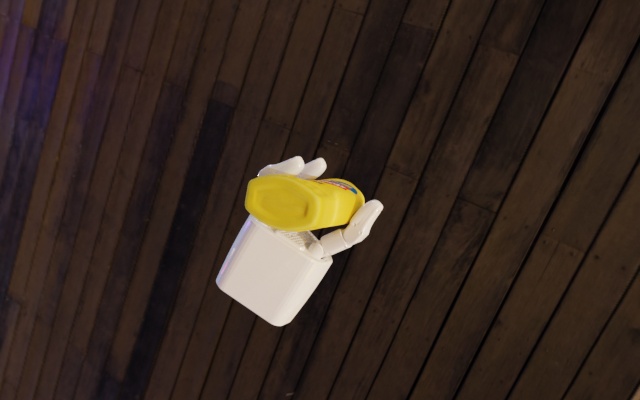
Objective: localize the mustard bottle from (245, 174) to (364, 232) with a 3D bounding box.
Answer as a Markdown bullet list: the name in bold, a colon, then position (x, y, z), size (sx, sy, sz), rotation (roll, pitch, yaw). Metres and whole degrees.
- **mustard bottle**: position (0.000, 0.002, 0.582), size (0.096, 0.058, 0.191), rotation (12, 6, 26)
